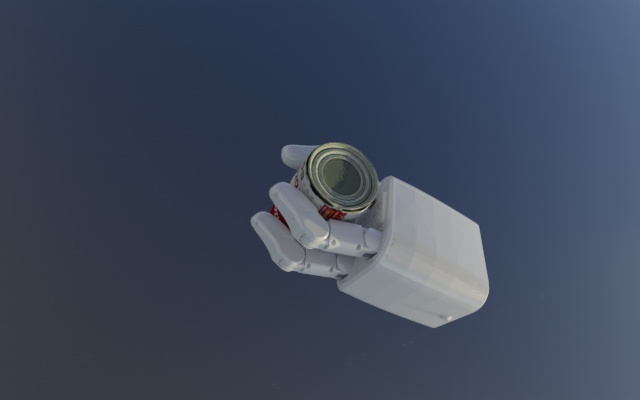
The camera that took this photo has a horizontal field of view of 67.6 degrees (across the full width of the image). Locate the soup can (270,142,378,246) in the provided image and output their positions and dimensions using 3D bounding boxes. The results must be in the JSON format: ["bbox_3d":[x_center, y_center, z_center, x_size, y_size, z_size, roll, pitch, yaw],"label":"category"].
[{"bbox_3d":[0.000,0.001,0.436,0.068,0.068,0.102,0,-26,-26],"label":"soup can"}]
